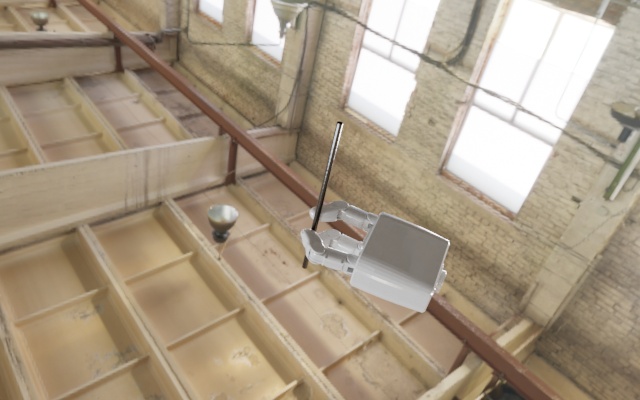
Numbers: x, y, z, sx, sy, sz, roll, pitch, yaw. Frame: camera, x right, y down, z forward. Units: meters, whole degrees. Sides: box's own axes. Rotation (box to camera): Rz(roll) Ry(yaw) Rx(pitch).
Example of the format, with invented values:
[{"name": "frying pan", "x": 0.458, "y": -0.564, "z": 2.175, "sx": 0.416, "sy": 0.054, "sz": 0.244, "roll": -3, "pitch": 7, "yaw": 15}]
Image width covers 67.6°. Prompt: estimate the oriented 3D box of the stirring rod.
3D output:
[{"name": "stirring rod", "x": 0.000, "y": 0.002, "z": 0.655, "sx": 0.011, "sy": 0.240, "sz": 0.011, "roll": 10, "pitch": 33, "yaw": -6}]
